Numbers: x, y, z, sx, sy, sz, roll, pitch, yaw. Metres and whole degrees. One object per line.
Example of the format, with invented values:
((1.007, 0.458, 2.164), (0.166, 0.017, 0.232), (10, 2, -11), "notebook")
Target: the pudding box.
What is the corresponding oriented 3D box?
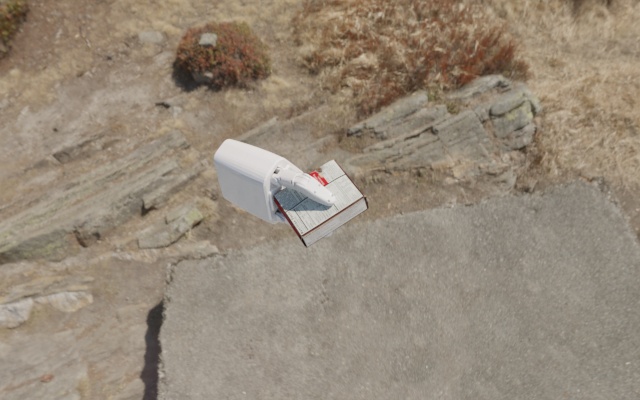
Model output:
((0.000, 0.002, 0.703), (0.113, 0.090, 0.039), (-33, -32, -5), "pudding box")
